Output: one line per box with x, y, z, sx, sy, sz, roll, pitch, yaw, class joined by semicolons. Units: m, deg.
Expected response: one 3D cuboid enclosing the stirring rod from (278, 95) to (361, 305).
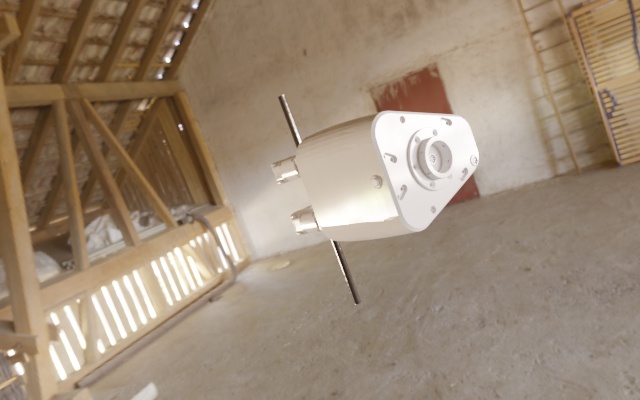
0.000;0.002;0.518;0.011;0.239;0.011;-20;6;2;stirring rod
